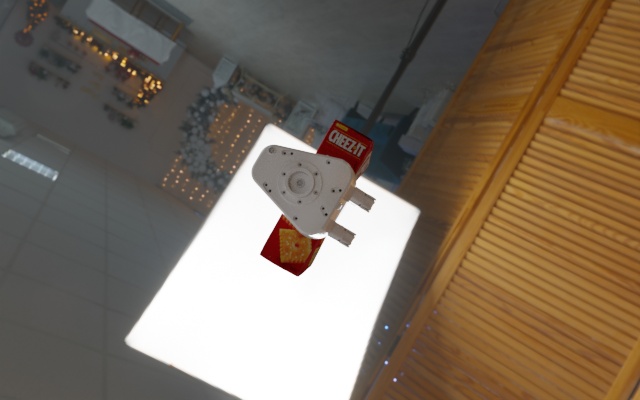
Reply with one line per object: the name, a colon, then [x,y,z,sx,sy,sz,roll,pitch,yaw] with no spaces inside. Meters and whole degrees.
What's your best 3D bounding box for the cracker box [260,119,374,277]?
cracker box: [0.000,0.002,0.722,0.072,0.213,0.164,30,-2,4]
